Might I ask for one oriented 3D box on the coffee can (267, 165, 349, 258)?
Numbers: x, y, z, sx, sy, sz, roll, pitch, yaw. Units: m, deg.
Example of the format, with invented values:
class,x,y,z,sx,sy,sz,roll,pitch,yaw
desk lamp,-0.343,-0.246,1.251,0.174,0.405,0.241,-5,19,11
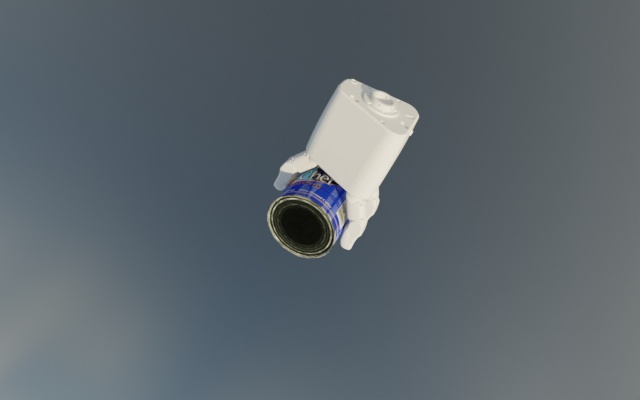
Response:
class,x,y,z,sx,sy,sz,roll,pitch,yaw
coffee can,0.000,0.002,0.700,0.103,0.103,0.140,0,30,27
